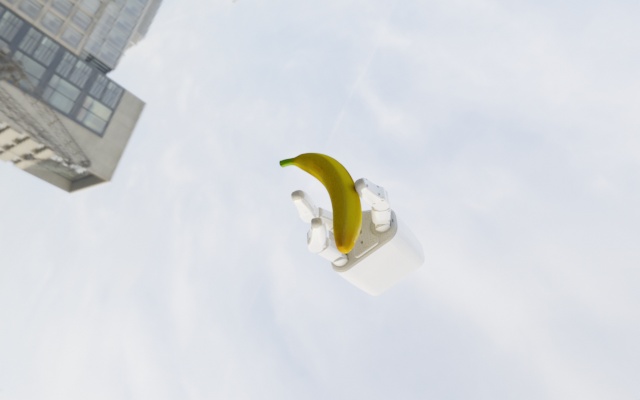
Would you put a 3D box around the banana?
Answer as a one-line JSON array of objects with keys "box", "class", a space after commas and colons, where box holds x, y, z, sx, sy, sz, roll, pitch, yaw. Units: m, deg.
[{"box": [0.013, -0.012, 0.619, 0.037, 0.069, 0.197, 48, 4, -44], "class": "banana"}]
